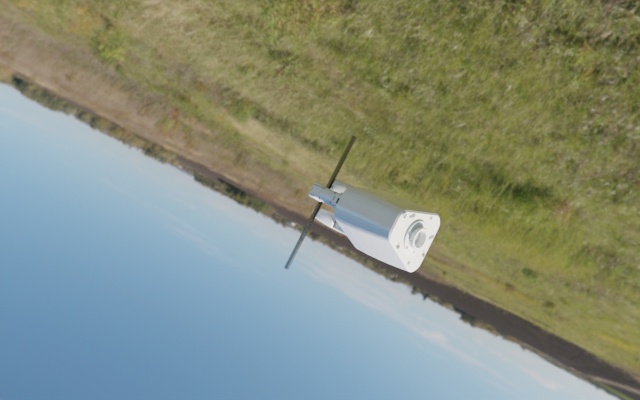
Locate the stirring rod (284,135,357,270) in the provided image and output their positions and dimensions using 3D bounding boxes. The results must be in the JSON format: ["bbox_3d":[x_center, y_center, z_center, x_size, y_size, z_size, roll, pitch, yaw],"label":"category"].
[{"bbox_3d":[0.000,0.002,0.771,0.011,0.239,0.011,27,-4,2],"label":"stirring rod"}]
